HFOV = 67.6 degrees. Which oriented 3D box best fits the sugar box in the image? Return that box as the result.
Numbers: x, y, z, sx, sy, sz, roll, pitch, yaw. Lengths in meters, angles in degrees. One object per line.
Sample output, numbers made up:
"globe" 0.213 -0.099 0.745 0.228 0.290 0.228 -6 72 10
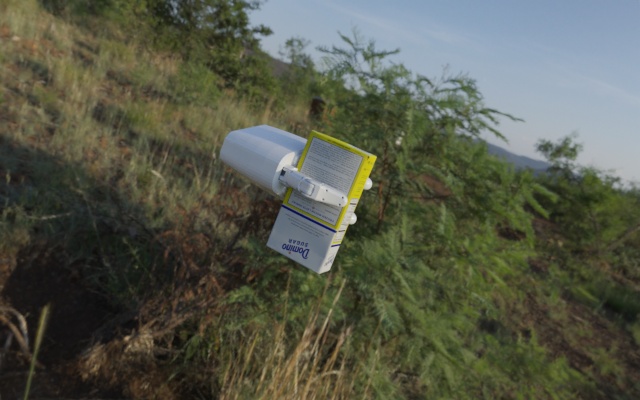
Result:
"sugar box" 0.000 0.002 0.665 0.093 0.176 0.048 26 11 21
